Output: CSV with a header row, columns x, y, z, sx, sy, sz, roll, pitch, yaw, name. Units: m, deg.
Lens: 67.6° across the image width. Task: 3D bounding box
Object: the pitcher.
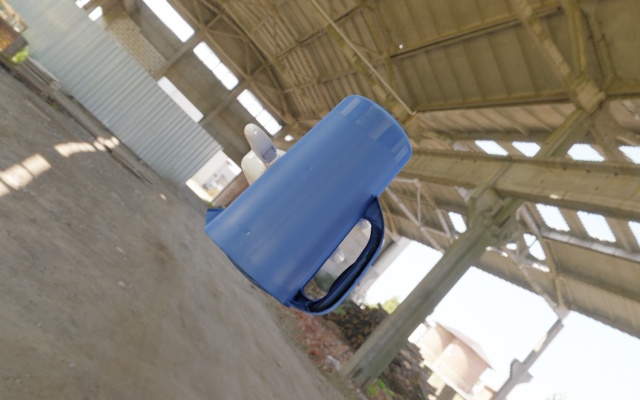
x,y,z,sx,sy,sz,roll,pitch,yaw,name
0.000,0.002,0.559,0.149,0.243,0.145,48,-9,-27,pitcher
